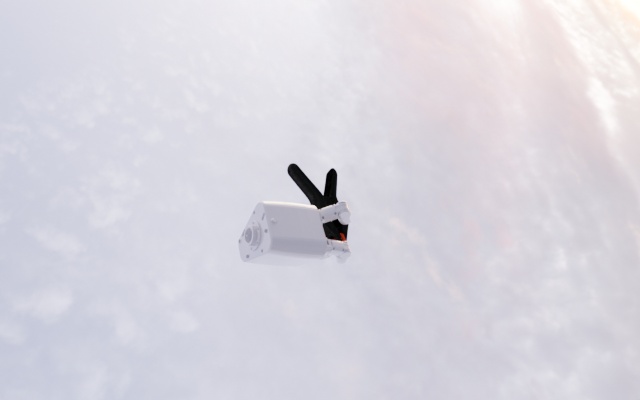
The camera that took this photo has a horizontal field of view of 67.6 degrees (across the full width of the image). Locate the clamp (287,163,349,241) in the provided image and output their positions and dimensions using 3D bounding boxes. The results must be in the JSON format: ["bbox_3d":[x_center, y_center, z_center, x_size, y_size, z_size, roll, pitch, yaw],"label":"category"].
[{"bbox_3d":[0.000,0.003,0.872,0.120,0.171,0.039,8,-37,-35],"label":"clamp"}]
